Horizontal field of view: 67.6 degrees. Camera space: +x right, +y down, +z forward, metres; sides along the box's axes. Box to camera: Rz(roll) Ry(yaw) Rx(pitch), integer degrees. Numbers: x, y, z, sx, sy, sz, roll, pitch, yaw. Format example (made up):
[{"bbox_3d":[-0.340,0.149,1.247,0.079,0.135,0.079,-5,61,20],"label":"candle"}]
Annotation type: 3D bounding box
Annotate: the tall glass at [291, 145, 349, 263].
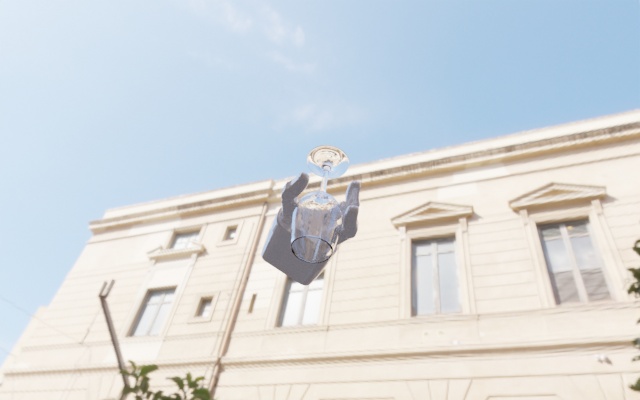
[{"bbox_3d":[0.000,0.002,0.757,0.079,0.079,0.200,0,44,10],"label":"tall glass"}]
